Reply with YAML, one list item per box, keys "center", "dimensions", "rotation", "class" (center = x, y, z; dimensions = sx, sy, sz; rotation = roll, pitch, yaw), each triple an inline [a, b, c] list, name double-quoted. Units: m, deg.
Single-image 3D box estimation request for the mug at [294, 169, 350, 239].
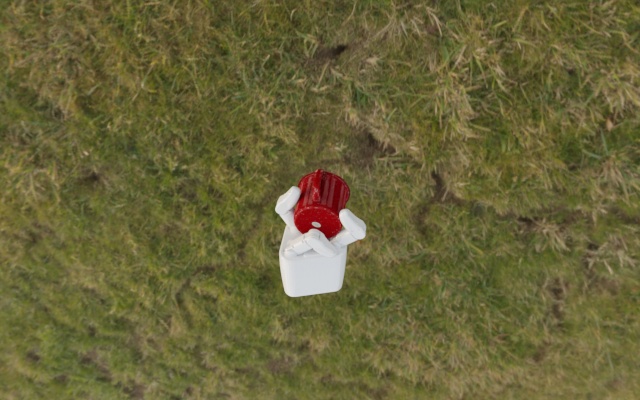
- center: [0.000, 0.002, 0.794]
  dimensions: [0.093, 0.117, 0.081]
  rotation: [4, 44, 6]
  class: "mug"
